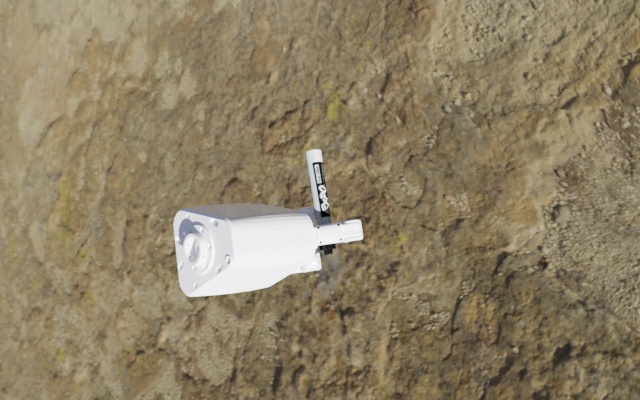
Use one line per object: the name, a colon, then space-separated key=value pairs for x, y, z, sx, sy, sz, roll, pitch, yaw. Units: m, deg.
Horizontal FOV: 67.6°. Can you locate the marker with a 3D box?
marker: x=0.000 y=0.002 z=0.546 sx=0.020 sy=0.121 sz=0.020 roll=-9 pitch=-7 yaw=-1
